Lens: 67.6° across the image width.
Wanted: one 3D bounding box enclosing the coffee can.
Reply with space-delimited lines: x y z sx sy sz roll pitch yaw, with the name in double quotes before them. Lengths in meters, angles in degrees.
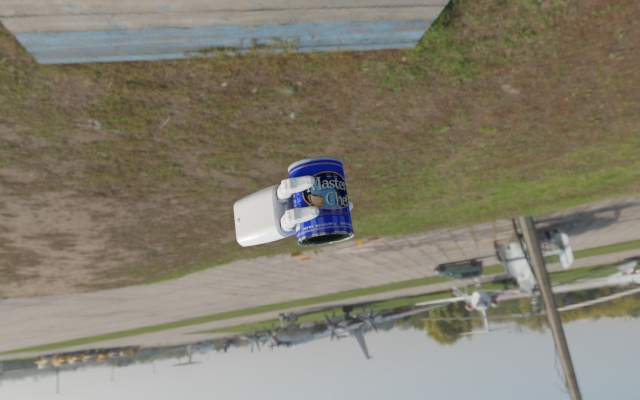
"coffee can" 0.000 0.003 0.866 0.103 0.140 0.103 -8 -15 -2
